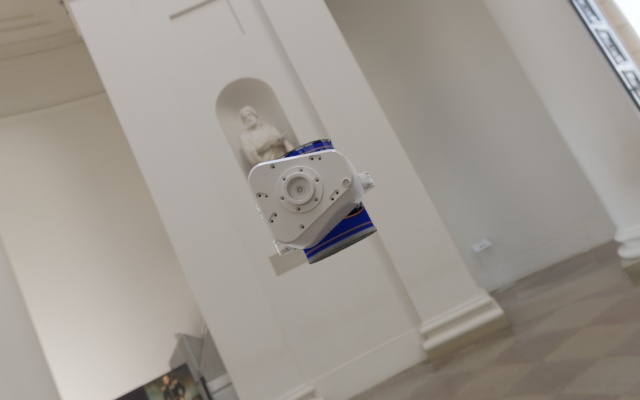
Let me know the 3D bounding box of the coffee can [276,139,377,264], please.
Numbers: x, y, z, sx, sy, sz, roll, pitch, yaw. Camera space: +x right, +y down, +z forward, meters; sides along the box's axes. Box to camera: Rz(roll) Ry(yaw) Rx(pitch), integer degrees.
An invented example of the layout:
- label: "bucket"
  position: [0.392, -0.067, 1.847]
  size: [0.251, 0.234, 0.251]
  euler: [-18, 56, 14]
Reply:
- label: "coffee can"
  position: [0.000, 0.002, 0.653]
  size: [0.103, 0.140, 0.103]
  euler: [-26, -9, -4]
